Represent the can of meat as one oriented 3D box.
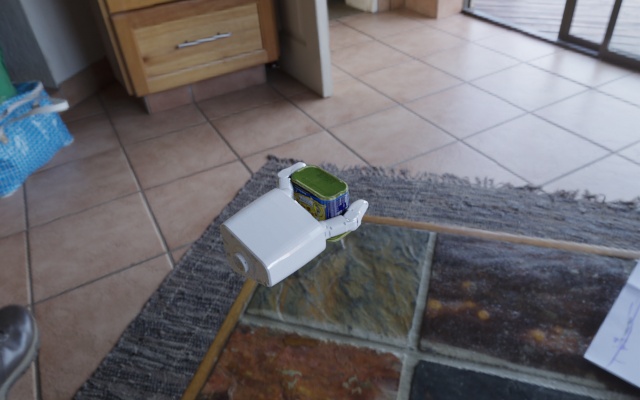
[{"bbox_3d":[0.000,0.002,0.749,0.057,0.084,0.102,-31,44,-30],"label":"can of meat"}]
